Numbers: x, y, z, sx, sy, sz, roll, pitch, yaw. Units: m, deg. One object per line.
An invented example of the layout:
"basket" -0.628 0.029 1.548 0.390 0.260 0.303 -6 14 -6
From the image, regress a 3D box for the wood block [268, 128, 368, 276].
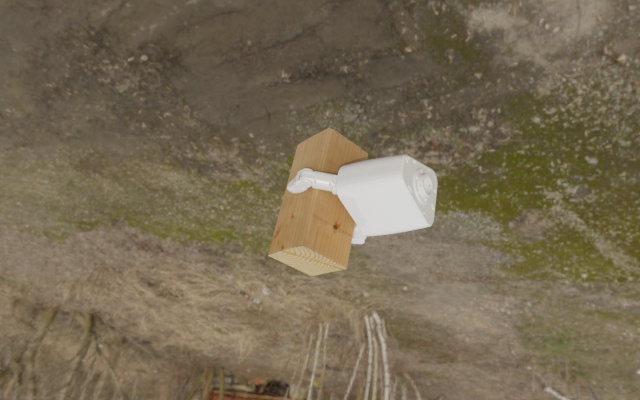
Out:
"wood block" 0.000 0.002 0.759 0.091 0.206 0.090 31 -32 -30
